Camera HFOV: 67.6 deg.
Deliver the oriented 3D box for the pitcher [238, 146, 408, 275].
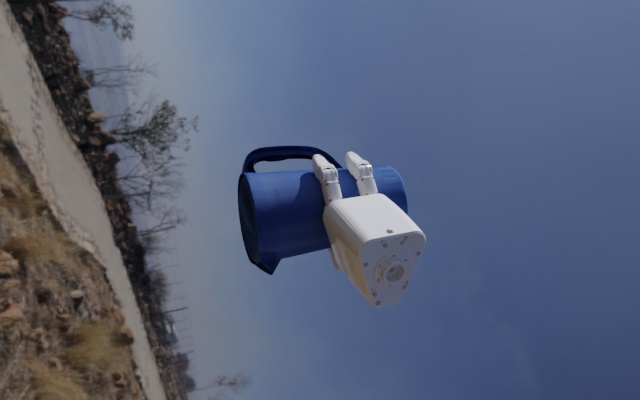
[{"bbox_3d":[0.000,0.002,0.718,0.243,0.149,0.145,-8,27,-19],"label":"pitcher"}]
